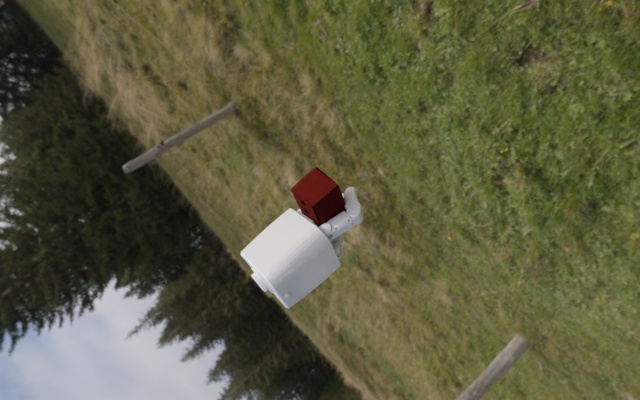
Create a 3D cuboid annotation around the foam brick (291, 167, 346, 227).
[{"bbox_3d":[0.000,0.002,0.700,0.053,0.051,0.078,40,-17,37],"label":"foam brick"}]
